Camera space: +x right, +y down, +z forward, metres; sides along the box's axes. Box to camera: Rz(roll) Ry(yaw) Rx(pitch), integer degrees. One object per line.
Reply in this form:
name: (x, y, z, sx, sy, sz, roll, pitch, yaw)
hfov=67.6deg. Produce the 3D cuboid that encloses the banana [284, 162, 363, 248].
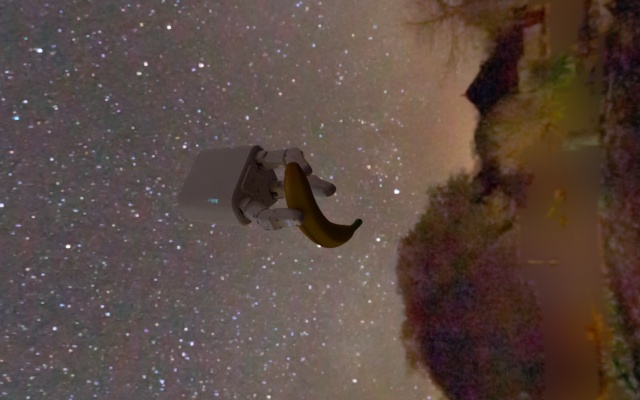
banana: (-0.004, 0.021, 0.652, 0.037, 0.069, 0.198, 6, -21, 33)
